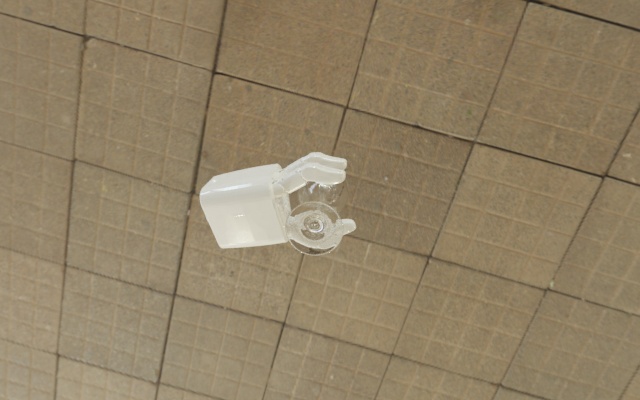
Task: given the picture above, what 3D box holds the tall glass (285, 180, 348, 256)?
[{"bbox_3d":[0.000,0.003,0.693,0.079,0.079,0.201,0,20,6],"label":"tall glass"}]
